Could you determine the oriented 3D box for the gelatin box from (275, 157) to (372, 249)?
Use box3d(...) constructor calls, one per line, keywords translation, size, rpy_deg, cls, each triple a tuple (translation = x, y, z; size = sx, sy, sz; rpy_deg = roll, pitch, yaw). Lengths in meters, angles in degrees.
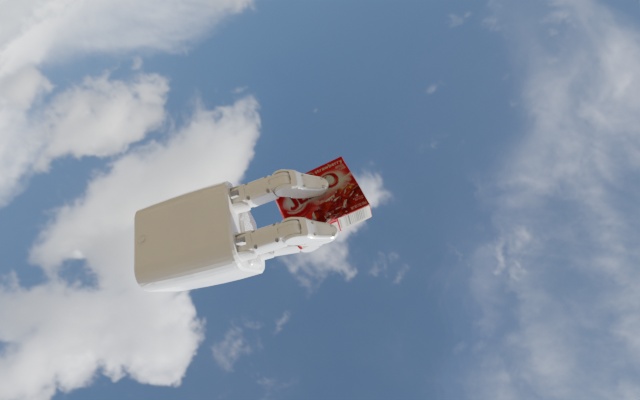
box3d(translation=(0.000, 0.002, 0.519), size=(0.089, 0.073, 0.030), rpy_deg=(-24, -34, -5), cls="gelatin box")
